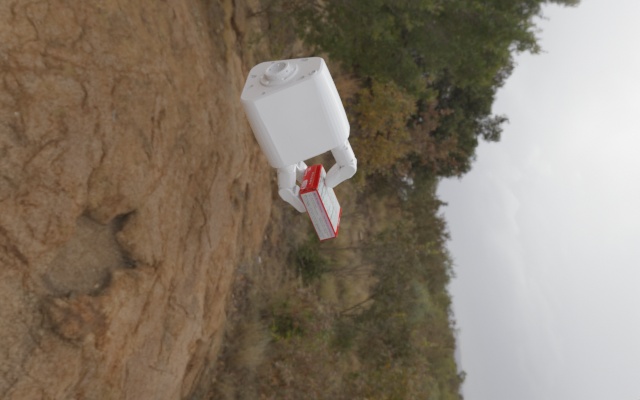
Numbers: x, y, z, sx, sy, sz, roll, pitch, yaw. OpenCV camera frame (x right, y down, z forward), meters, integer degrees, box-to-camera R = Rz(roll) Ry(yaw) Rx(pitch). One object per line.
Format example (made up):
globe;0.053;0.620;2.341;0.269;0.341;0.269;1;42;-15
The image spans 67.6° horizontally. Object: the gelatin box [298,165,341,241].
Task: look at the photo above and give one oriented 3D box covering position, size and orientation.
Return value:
gelatin box;0.001;0.002;0.700;0.030;0.089;0.073;-15;29;16
